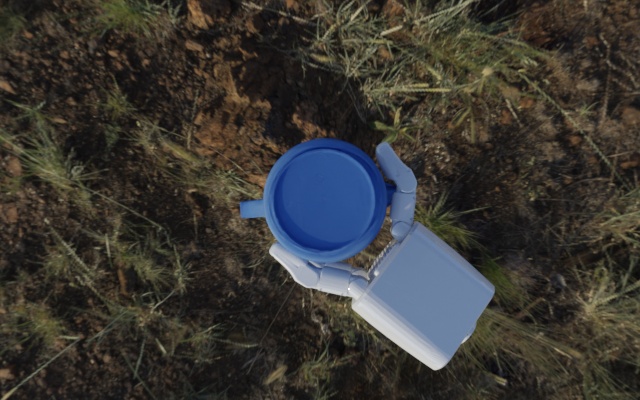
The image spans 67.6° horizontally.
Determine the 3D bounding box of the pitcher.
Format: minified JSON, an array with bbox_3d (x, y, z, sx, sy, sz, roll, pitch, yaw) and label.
[{"bbox_3d":[0.000,0.002,0.522,0.145,0.149,0.243,40,2,3],"label":"pitcher"}]
